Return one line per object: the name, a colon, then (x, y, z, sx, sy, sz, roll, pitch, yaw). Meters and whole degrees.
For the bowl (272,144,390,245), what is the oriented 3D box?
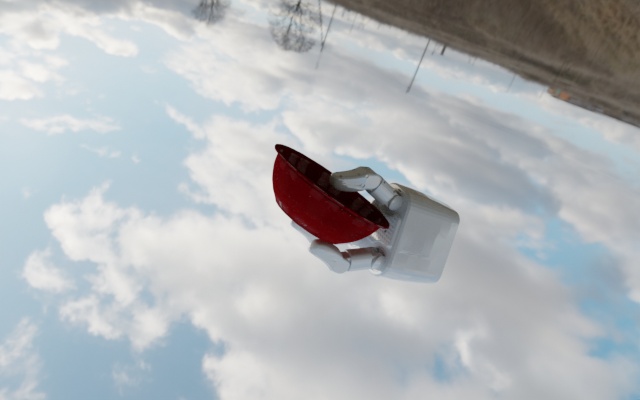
bowl: (-0.001, 0.002, 0.556, 0.162, 0.055, 0.162, 35, 10, -7)
